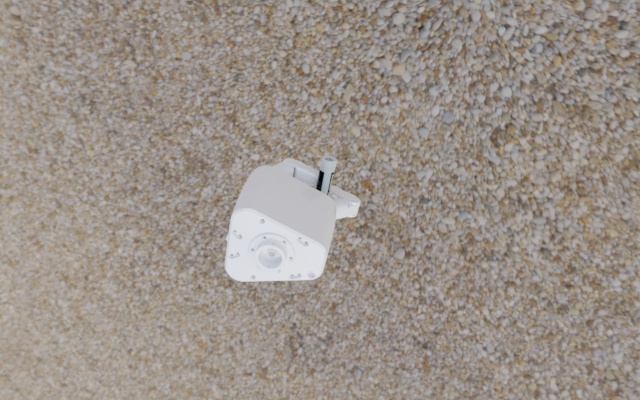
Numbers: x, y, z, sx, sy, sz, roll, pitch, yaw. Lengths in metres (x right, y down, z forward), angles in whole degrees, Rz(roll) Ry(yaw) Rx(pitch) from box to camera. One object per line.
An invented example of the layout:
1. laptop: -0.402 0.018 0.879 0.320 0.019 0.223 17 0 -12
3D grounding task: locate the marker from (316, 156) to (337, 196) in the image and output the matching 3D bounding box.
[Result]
1. marker: 0.000 0.002 0.605 0.020 0.121 0.020 9 27 -5
